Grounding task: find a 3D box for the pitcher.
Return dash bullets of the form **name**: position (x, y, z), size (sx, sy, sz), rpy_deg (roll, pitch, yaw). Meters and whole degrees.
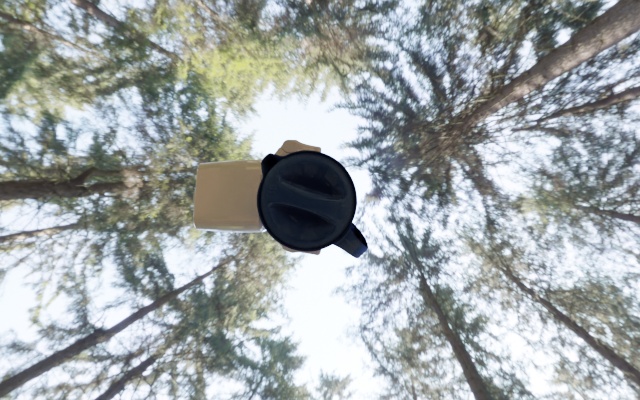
- **pitcher**: position (0.000, 0.002, 0.736), size (0.145, 0.149, 0.243), rpy_deg (-1, 3, 6)
